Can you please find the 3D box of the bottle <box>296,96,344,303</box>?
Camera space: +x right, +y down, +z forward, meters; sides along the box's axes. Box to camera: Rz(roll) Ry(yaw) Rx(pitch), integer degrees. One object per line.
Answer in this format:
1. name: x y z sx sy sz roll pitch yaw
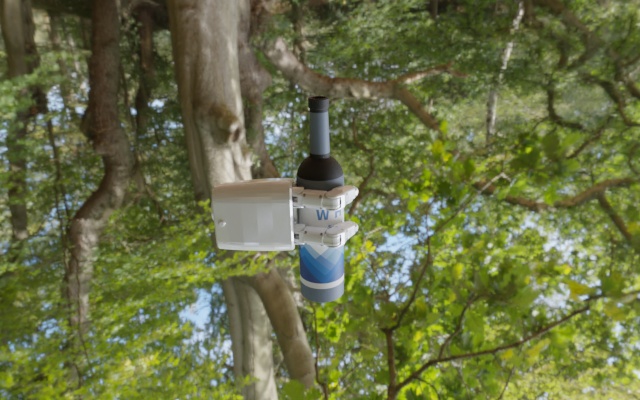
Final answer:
1. bottle: 0.000 0.002 0.677 0.069 0.296 0.069 -1 22 0
